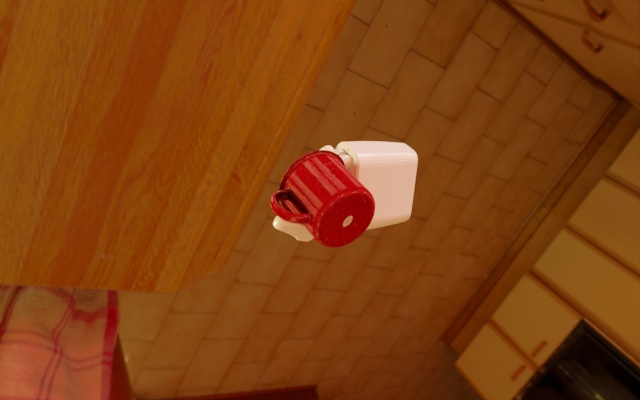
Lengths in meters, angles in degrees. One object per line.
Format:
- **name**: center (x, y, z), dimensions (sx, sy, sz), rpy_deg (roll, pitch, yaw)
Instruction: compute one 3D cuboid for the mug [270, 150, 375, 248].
- **mug**: center (-0.001, 0.002, 0.550), dimensions (0.117, 0.093, 0.081), rpy_deg (-6, 36, -32)
